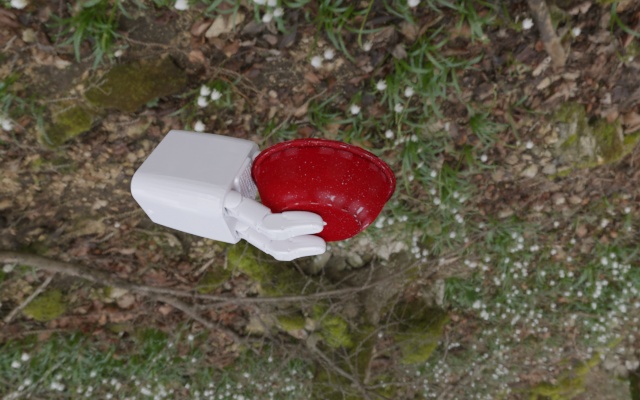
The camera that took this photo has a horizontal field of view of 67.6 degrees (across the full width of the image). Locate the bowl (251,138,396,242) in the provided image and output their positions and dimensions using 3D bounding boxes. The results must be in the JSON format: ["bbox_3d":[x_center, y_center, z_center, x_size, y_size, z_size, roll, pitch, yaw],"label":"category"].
[{"bbox_3d":[0.001,0.002,0.516,0.162,0.055,0.162,5,-29,3],"label":"bowl"}]
